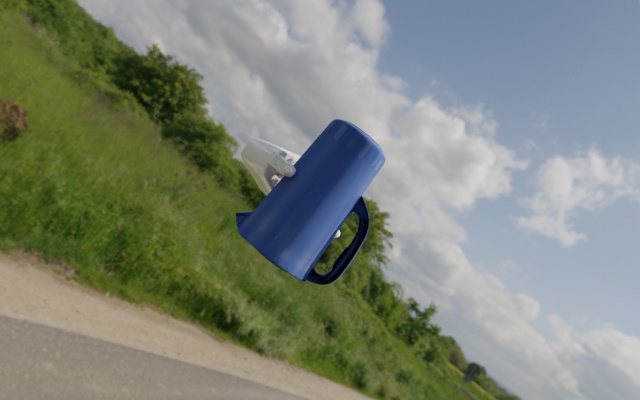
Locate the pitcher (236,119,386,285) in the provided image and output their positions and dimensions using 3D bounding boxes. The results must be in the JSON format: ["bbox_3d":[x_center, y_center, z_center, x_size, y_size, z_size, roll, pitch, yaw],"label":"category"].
[{"bbox_3d":[0.000,0.002,0.751,0.149,0.243,0.145,41,-5,-39],"label":"pitcher"}]
